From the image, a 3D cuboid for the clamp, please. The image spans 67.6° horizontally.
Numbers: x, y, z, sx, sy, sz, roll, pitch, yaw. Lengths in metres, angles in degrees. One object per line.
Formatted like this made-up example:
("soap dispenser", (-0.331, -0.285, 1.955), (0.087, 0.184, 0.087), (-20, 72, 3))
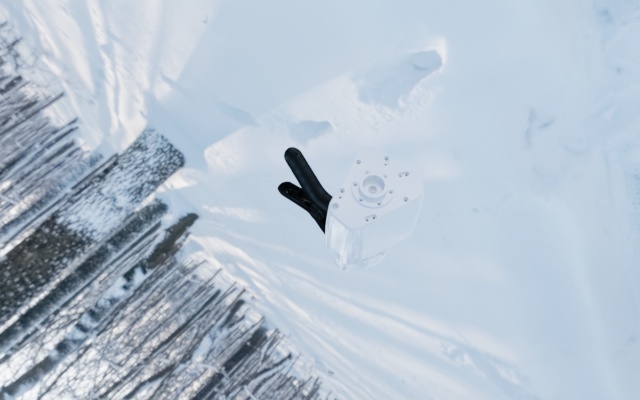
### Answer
("clamp", (0.000, 0.003, 0.671), (0.171, 0.039, 0.120), (40, -20, 19))
